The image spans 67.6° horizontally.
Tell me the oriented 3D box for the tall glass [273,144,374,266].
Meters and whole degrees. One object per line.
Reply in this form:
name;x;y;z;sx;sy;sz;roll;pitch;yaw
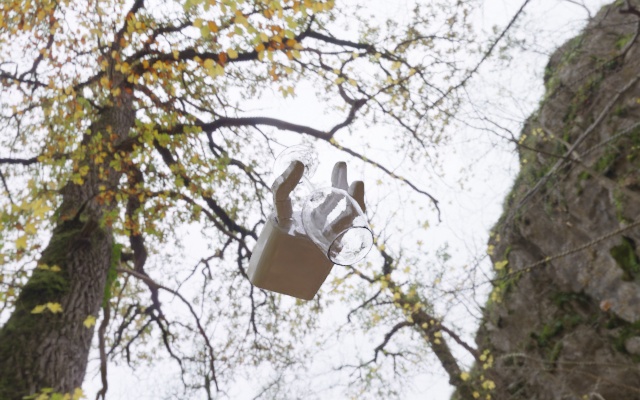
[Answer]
tall glass;0.000;0.002;0.652;0.079;0.079;0.201;0;33;-27
